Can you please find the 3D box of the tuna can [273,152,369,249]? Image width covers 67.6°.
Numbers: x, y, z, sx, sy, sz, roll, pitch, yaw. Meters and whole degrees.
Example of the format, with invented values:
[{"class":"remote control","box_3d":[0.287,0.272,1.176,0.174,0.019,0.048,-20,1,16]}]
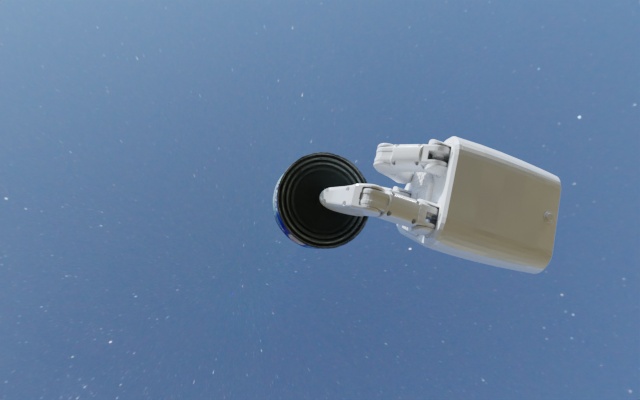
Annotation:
[{"class":"tuna can","box_3d":[0.000,0.001,0.434,0.086,0.086,0.034,0,-7,-15]}]
